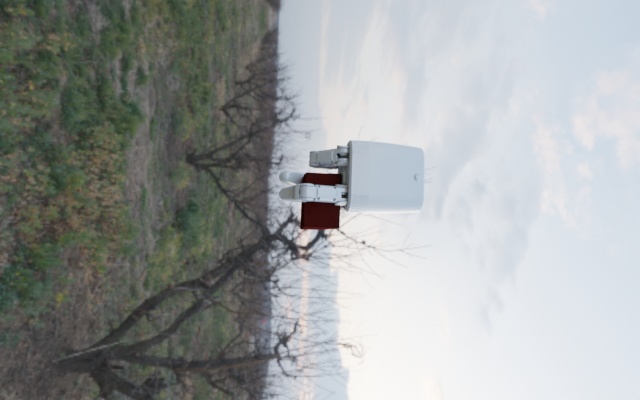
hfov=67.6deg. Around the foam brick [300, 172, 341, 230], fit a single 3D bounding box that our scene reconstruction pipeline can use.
[{"bbox_3d":[0.000,0.003,0.678,0.051,0.078,0.053,3,-6,-8],"label":"foam brick"}]
